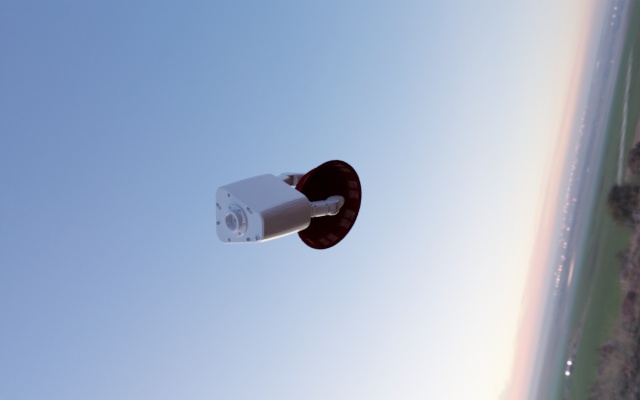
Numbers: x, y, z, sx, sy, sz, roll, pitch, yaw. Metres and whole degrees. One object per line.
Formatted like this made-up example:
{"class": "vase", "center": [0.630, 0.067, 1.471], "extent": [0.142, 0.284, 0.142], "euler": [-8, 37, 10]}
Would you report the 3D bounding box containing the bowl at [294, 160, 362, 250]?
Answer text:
{"class": "bowl", "center": [0.001, 0.003, 0.847], "extent": [0.162, 0.162, 0.055], "euler": [0, 14, -44]}
